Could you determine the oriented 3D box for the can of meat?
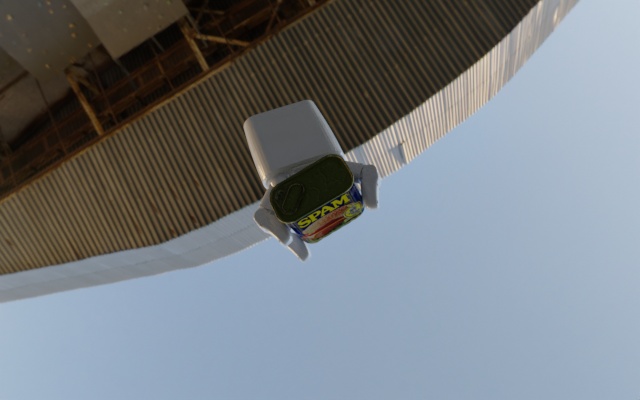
[{"bbox_3d":[0.000,0.002,0.593,0.102,0.057,0.084,-30,-30,3],"label":"can of meat"}]
